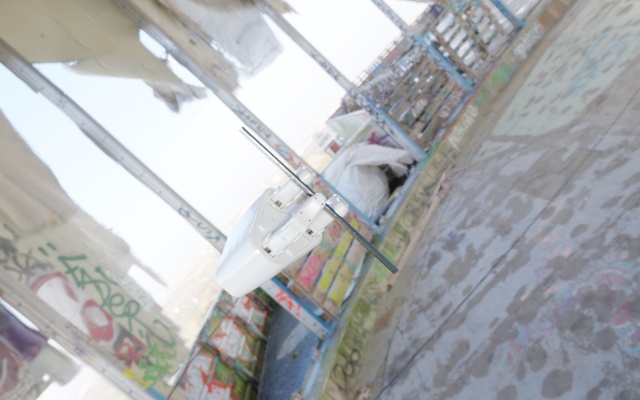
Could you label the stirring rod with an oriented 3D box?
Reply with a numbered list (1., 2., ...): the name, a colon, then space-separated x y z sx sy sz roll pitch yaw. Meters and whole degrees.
1. stirring rod: 0.000 0.002 0.539 0.239 0.011 0.011 43 -7 -7
